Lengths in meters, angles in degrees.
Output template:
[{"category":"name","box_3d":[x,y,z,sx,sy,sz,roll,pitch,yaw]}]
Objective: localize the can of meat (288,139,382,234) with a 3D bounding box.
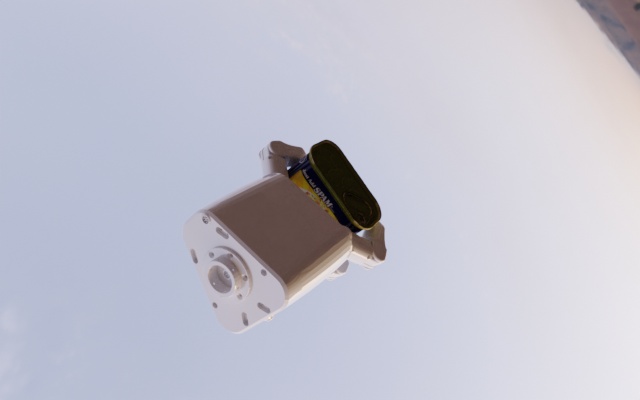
[{"category":"can of meat","box_3d":[0.000,0.002,0.508,0.084,0.102,0.057,-35,0,35]}]
